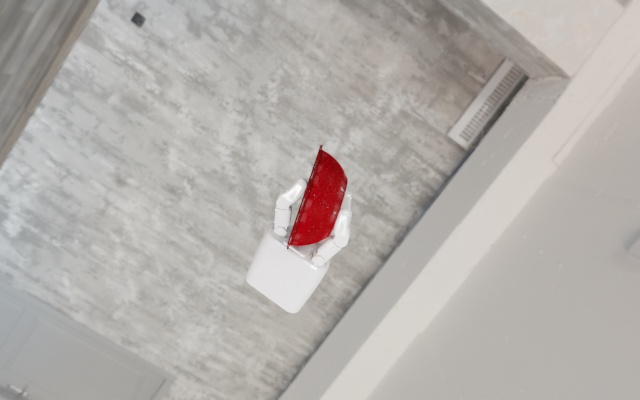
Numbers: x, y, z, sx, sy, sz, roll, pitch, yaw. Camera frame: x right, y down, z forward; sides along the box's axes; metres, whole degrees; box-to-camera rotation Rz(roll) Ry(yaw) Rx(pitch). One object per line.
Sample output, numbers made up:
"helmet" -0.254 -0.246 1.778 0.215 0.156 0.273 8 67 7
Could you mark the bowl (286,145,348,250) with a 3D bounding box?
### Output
"bowl" 0.001 0.002 0.701 0.055 0.162 0.162 18 -1 -2
